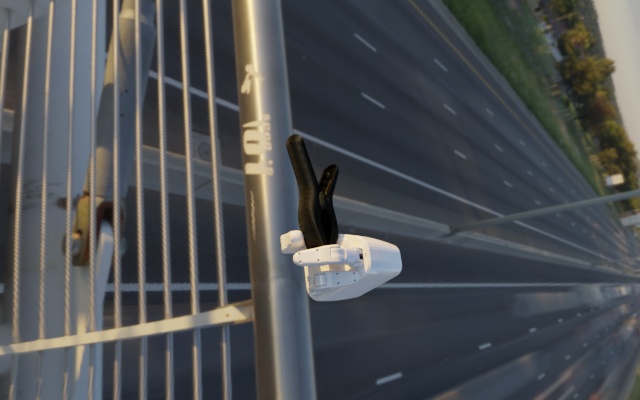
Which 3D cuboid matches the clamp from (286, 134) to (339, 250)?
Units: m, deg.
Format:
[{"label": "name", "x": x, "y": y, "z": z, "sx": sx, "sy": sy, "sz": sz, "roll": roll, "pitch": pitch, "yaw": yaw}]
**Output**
[{"label": "clamp", "x": 0.001, "y": 0.002, "z": 0.660, "sx": 0.039, "sy": 0.171, "sz": 0.120, "roll": -16, "pitch": -17, "yaw": 32}]
